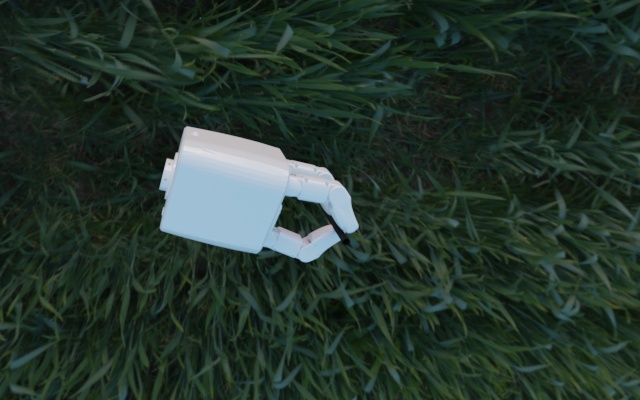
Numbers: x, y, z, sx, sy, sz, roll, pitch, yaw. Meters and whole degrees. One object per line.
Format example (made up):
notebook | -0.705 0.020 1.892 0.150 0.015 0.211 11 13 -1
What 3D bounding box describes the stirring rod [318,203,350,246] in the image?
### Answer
stirring rod | 0.000 0.002 0.608 0.011 0.011 0.239 0 20 -14
